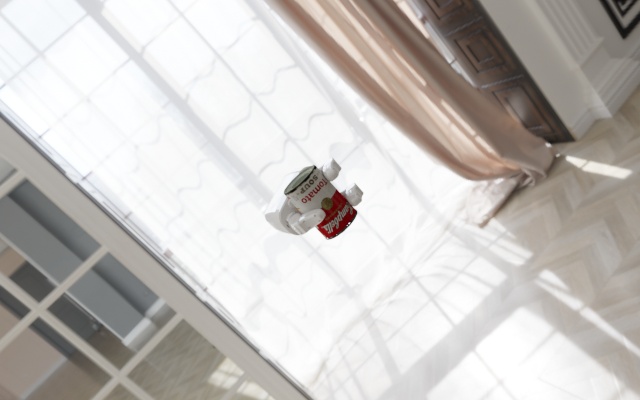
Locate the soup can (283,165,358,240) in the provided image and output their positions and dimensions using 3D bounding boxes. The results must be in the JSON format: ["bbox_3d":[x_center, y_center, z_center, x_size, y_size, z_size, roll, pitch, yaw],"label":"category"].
[{"bbox_3d":[0.000,0.002,0.744,0.068,0.102,0.068,-39,15,13],"label":"soup can"}]
